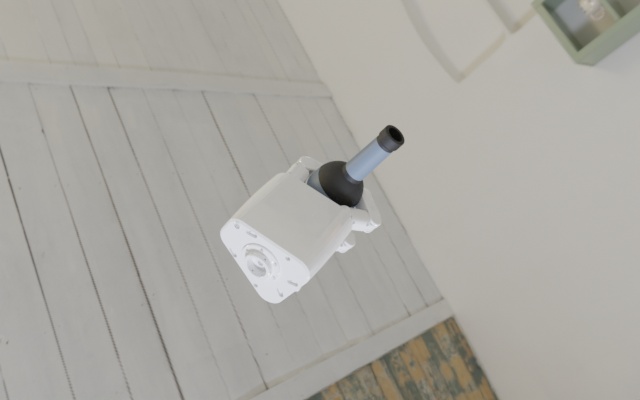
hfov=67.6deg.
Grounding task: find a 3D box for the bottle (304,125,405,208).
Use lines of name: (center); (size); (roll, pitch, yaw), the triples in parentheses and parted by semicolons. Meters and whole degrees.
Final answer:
bottle: (0.000, 0.002, 0.619); (0.069, 0.069, 0.296); (0, -30, -40)
